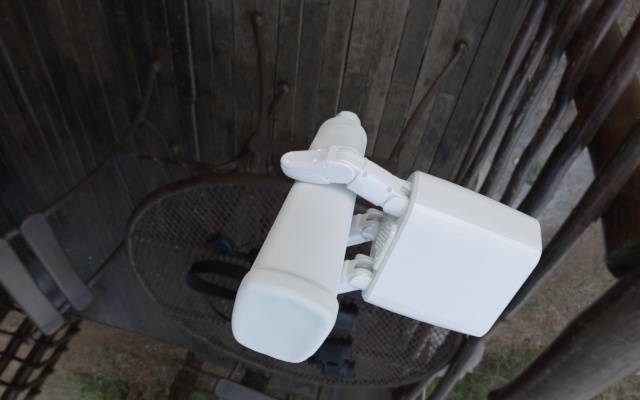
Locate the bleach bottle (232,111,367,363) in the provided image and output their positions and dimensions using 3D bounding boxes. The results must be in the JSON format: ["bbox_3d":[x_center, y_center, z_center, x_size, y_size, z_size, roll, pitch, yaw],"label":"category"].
[{"bbox_3d":[0.000,0.001,0.410,0.068,0.250,0.103,21,-42,-2],"label":"bleach bottle"}]
